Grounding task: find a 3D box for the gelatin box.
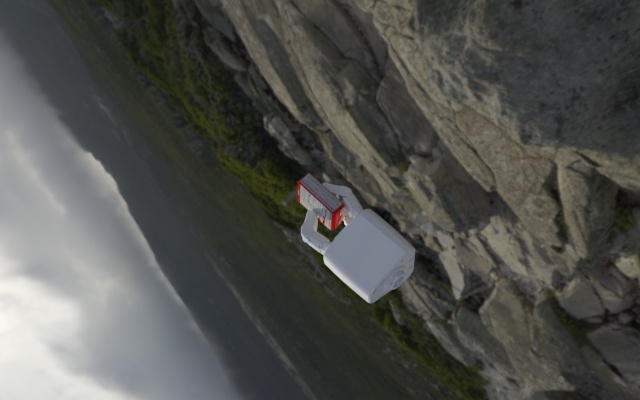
[{"bbox_3d":[0.000,0.003,0.830,0.030,0.089,0.073,-42,-18,-20],"label":"gelatin box"}]
